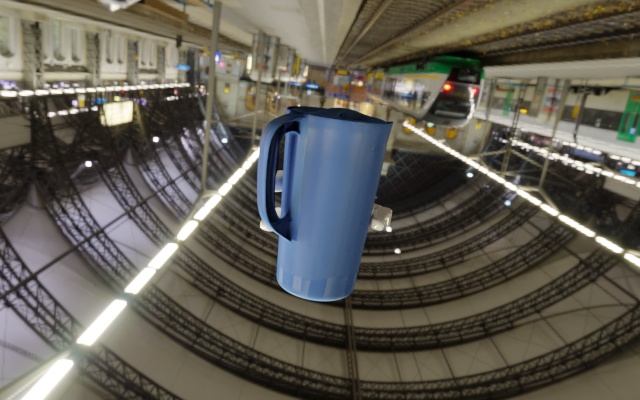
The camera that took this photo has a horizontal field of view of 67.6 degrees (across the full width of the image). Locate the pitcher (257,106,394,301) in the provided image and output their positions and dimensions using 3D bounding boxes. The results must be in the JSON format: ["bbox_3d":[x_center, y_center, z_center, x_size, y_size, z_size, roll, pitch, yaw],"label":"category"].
[{"bbox_3d":[0.000,0.002,0.617,0.149,0.243,0.145,9,15,4],"label":"pitcher"}]
